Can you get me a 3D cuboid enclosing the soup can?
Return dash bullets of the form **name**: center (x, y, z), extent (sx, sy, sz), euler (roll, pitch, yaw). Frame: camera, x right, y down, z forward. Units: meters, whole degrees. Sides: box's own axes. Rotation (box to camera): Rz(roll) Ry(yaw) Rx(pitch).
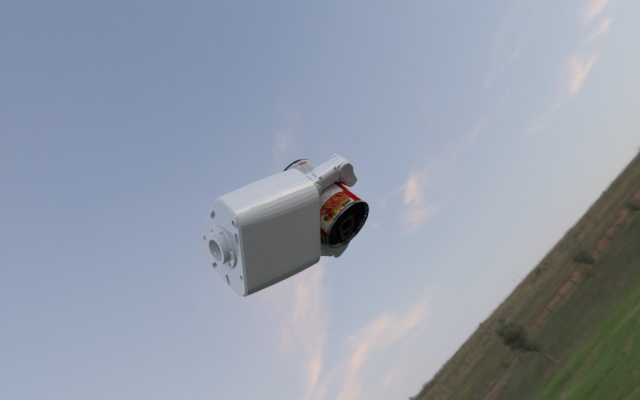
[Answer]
- **soup can**: center (0.000, 0.002, 0.588), extent (0.102, 0.068, 0.068), euler (39, 23, 31)
